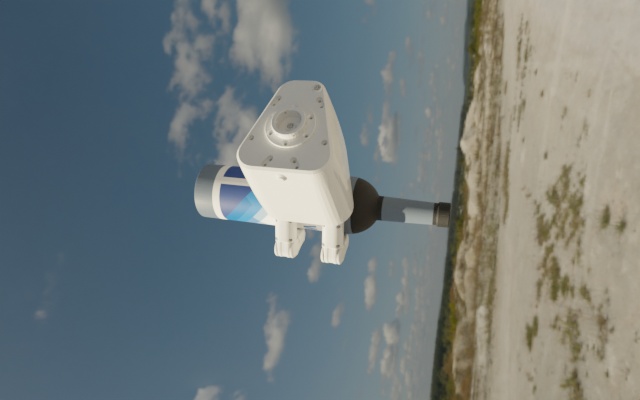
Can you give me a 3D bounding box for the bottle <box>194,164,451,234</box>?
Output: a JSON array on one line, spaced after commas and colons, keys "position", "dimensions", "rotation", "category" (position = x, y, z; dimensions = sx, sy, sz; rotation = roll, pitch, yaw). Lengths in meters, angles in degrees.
[{"position": [0.000, 0.002, 0.559], "dimensions": [0.295, 0.069, 0.069], "rotation": [6, 1, 15], "category": "bottle"}]
